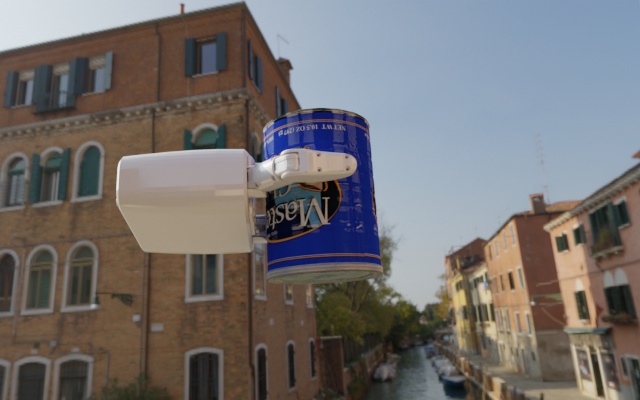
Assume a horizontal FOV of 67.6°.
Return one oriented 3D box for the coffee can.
[{"bbox_3d":[0.000,0.002,0.438,0.103,0.140,0.103,-3,-15,-1],"label":"coffee can"}]
